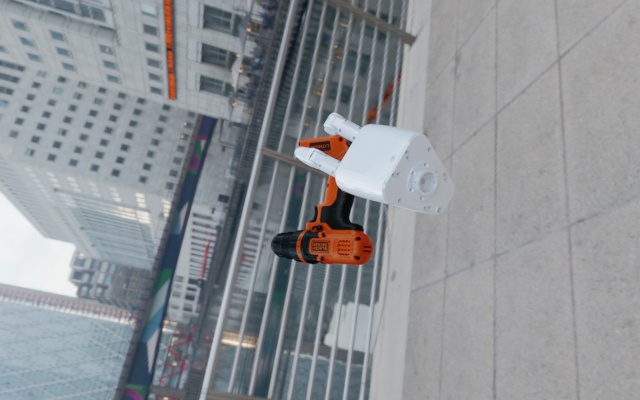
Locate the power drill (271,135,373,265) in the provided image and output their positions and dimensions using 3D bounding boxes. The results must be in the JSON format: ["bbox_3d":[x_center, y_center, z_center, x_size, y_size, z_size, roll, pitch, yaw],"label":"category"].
[{"bbox_3d":[0.000,0.002,0.717,0.184,0.187,0.057,-1,-6,39],"label":"power drill"}]
